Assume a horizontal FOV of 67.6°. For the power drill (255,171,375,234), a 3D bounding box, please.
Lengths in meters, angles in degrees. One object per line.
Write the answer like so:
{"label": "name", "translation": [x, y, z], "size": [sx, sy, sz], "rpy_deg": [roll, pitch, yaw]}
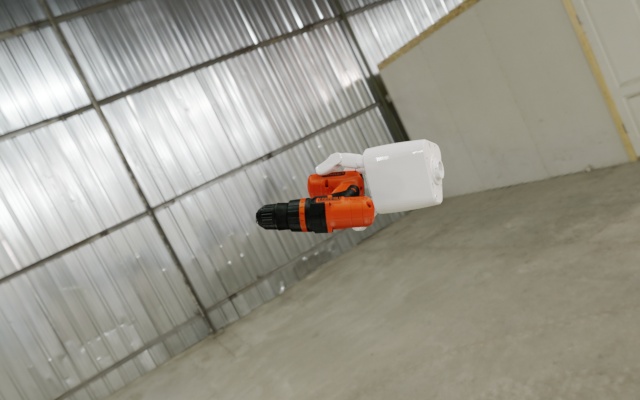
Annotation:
{"label": "power drill", "translation": [0.000, 0.002, 0.794], "size": [0.184, 0.057, 0.187], "rpy_deg": [-2, 19, 9]}
